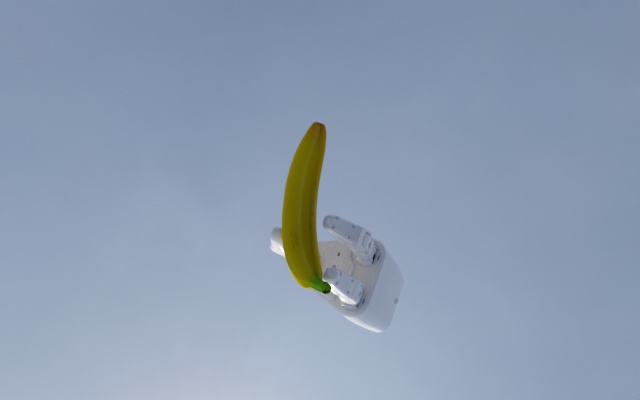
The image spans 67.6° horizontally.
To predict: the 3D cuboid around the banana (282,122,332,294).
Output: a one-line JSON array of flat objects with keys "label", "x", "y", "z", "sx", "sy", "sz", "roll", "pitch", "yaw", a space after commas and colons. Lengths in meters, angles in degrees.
[{"label": "banana", "x": -0.013, "y": 0.011, "z": 0.508, "sx": 0.070, "sy": 0.197, "sz": 0.037, "roll": -26, "pitch": -35, "yaw": 37}]
